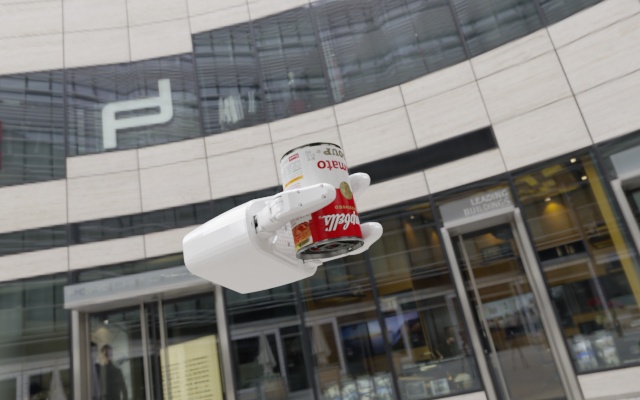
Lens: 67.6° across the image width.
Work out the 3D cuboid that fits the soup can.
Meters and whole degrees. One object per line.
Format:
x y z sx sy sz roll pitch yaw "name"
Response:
0.000 0.001 0.478 0.068 0.102 0.068 -10 -18 -3 "soup can"
